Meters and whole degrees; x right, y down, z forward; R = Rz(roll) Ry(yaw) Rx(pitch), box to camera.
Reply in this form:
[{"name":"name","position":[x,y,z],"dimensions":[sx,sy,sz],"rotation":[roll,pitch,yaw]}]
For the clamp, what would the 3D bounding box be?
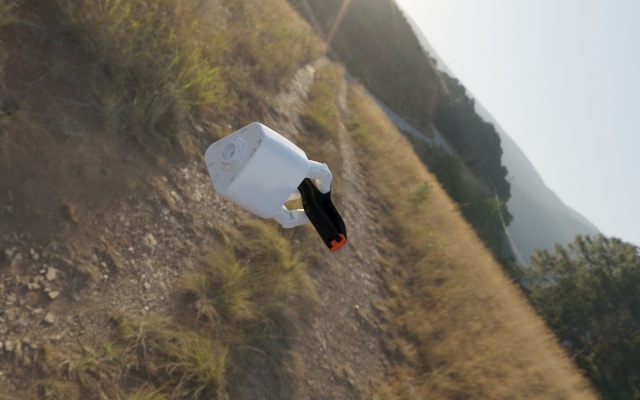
[{"name":"clamp","position":[0.001,0.003,0.816],"dimensions":[0.036,0.210,0.165],"rotation":[-38,-35,16]}]
